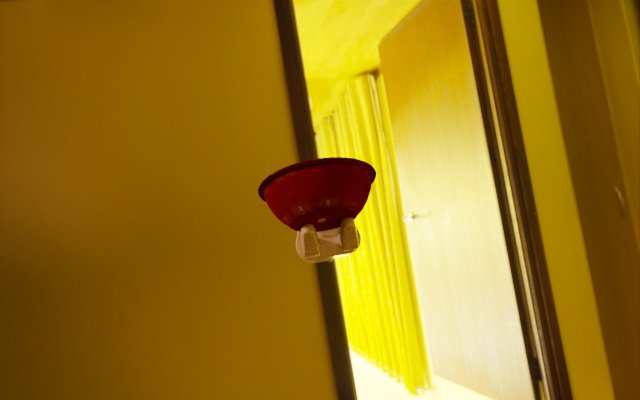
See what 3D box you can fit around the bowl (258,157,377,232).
[{"bbox_3d":[0.000,0.002,0.636,0.162,0.055,0.162,-8,-21,-3],"label":"bowl"}]
